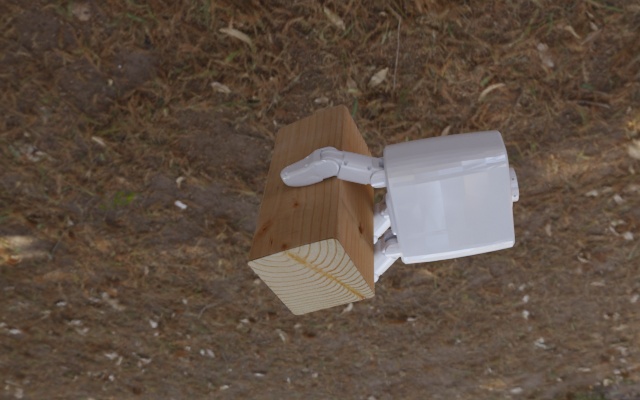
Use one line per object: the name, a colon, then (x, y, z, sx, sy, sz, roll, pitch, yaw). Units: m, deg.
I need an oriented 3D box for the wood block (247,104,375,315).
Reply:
wood block: (0.000, 0.001, 0.506, 0.090, 0.206, 0.091, -18, -51, 21)
